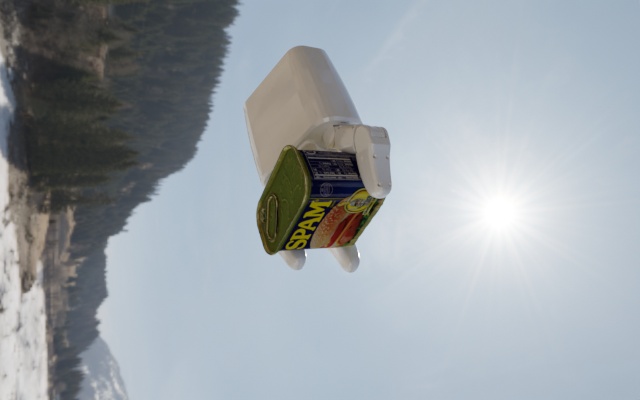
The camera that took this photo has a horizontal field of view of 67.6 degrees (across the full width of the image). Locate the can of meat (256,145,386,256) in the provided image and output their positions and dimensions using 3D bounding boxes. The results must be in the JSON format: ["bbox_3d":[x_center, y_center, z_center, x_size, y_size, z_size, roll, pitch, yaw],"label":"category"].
[{"bbox_3d":[0.000,0.001,0.422,0.084,0.057,0.102,0,-39,-30],"label":"can of meat"}]
